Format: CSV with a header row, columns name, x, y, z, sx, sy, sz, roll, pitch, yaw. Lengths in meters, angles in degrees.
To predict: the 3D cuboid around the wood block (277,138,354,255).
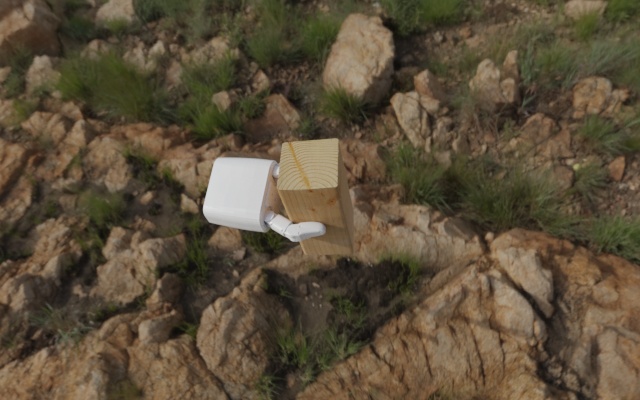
name,x,y,z,sx,sy,sz,roll,pitch,yaw
wood block,0.000,0.003,0.779,0.090,0.090,0.206,-3,-33,10
